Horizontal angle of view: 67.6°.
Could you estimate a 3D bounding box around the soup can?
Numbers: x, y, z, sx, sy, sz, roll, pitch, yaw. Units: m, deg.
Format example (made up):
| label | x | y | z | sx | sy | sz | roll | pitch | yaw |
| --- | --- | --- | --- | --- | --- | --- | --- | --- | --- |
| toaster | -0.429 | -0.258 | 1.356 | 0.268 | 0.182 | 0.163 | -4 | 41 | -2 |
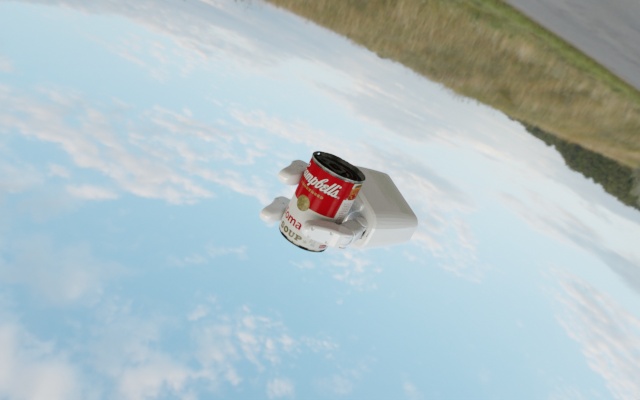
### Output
| label | x | y | z | sx | sy | sz | roll | pitch | yaw |
| --- | --- | --- | --- | --- | --- | --- | --- | --- | --- |
| soup can | 0.000 | 0.002 | 0.565 | 0.068 | 0.102 | 0.068 | 24 | 22 | -10 |
